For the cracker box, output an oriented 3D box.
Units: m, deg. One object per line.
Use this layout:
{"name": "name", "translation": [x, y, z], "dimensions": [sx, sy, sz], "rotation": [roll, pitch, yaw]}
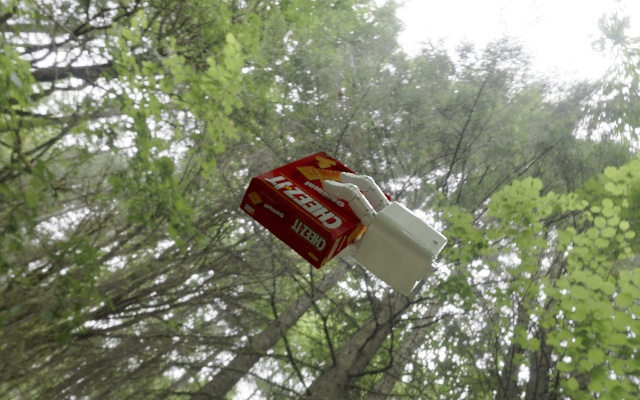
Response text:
{"name": "cracker box", "translation": [0.000, 0.003, 0.797], "dimensions": [0.164, 0.072, 0.213], "rotation": [36, 31, 17]}
